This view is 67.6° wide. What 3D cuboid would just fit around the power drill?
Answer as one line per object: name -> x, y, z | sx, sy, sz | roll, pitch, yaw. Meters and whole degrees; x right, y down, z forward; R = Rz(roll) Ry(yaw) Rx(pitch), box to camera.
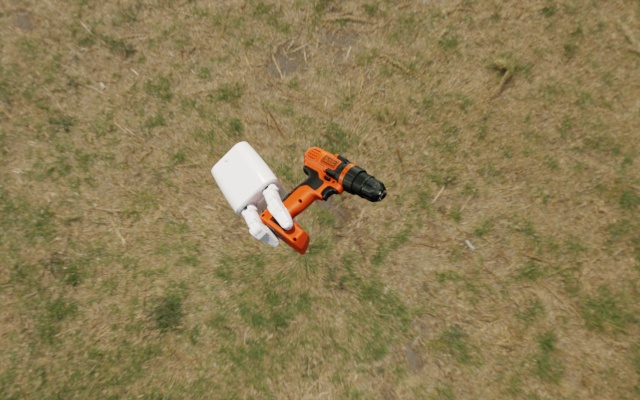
power drill -> 0.000, 0.003, 0.847 | 0.184, 0.187, 0.057 | 31, -19, 36
